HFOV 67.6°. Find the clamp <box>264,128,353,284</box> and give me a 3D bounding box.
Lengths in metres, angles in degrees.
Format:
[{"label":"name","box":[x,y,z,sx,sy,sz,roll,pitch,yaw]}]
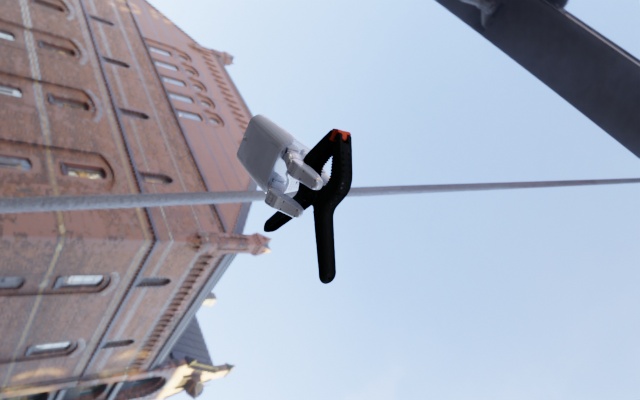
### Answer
[{"label":"clamp","box":[0.001,0.002,0.686,0.036,0.210,0.164,4,29,-45]}]
